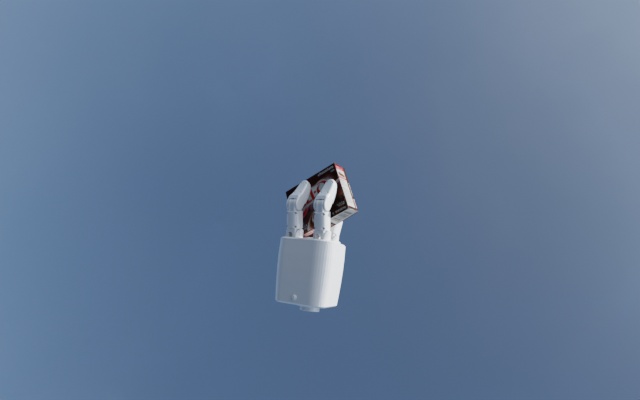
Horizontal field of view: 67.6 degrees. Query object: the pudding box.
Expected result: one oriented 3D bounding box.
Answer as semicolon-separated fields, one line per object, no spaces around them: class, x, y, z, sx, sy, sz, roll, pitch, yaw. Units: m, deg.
pudding box;0.000;0.003;0.813;0.113;0.090;0.039;-29;-28;24
